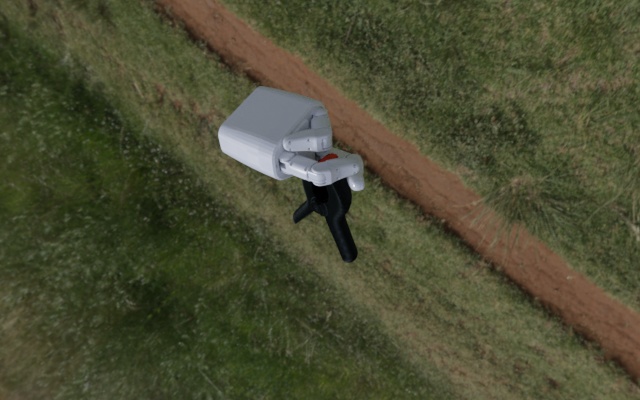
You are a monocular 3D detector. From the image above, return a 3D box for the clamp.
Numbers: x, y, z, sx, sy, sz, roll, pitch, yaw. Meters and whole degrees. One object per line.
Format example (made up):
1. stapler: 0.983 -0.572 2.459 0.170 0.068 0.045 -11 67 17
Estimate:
1. clamp: 0.000 0.002 0.661 0.120 0.172 0.039 24 47 30
